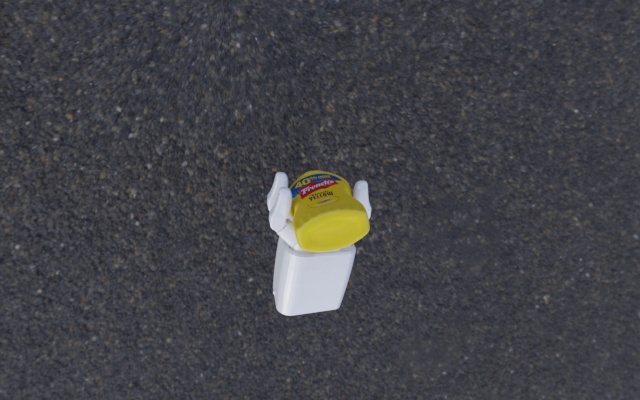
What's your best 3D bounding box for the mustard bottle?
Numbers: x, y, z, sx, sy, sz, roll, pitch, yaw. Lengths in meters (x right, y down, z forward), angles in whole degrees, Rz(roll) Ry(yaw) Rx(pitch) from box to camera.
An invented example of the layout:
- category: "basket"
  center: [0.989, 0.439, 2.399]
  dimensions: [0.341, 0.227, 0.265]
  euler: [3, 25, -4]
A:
- category: "mustard bottle"
  center: [0.000, 0.002, 0.682]
  dimensions: [0.096, 0.058, 0.191]
  euler: [-16, 25, -4]
